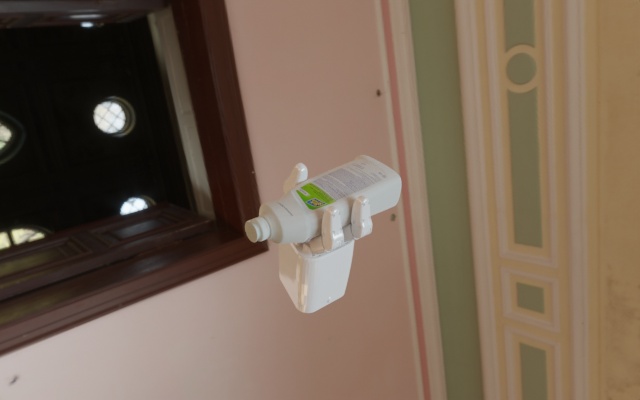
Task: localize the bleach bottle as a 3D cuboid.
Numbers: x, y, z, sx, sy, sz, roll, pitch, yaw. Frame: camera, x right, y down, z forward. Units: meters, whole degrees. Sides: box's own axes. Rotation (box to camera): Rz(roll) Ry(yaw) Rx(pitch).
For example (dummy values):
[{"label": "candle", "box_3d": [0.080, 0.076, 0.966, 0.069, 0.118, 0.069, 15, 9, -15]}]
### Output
[{"label": "bleach bottle", "box_3d": [0.000, 0.002, 0.689, 0.251, 0.068, 0.102, -20, 39, -37]}]
